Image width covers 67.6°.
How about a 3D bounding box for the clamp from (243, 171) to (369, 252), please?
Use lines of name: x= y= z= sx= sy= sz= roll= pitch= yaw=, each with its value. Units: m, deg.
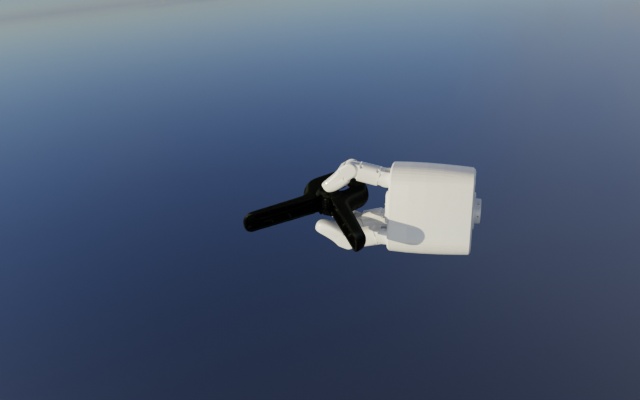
clamp: x=0.000 y=0.001 z=0.668 sx=0.164 sy=0.036 sz=0.210 roll=6 pitch=27 yaw=15
